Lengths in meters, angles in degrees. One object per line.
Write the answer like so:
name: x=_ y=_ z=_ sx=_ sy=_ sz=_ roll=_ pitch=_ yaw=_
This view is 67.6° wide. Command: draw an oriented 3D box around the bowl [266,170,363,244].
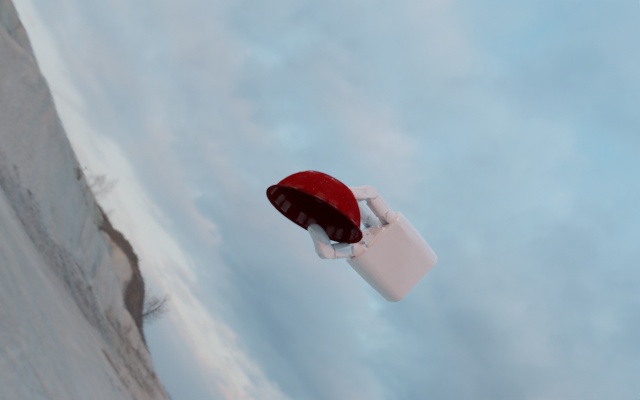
bowl: x=-0.001 y=0.001 z=0.726 sx=0.162 sy=0.055 sz=0.162 roll=24 pitch=-21 yaw=10
